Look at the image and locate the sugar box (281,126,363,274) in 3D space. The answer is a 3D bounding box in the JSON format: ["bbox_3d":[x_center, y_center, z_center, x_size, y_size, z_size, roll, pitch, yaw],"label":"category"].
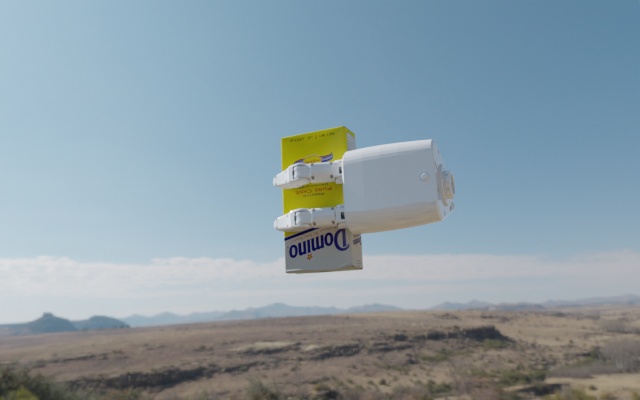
[{"bbox_3d":[0.000,0.002,0.604,0.093,0.176,0.048,-8,-14,23],"label":"sugar box"}]
